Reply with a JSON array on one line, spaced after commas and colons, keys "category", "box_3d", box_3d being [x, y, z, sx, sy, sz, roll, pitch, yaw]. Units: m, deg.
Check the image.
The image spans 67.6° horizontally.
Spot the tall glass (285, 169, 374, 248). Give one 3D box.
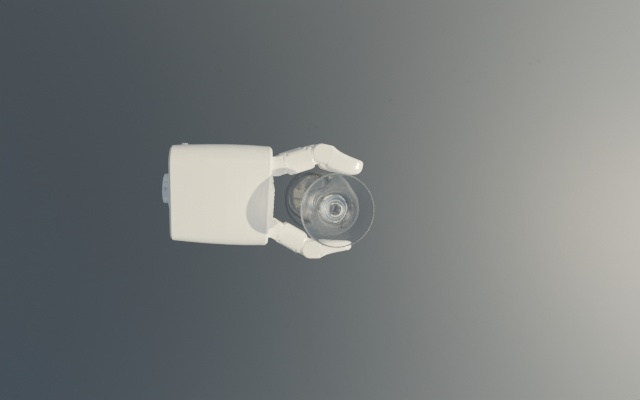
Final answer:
[{"category": "tall glass", "box_3d": [0.000, 0.002, 0.567, 0.079, 0.079, 0.201, 0, 5, -10]}]
